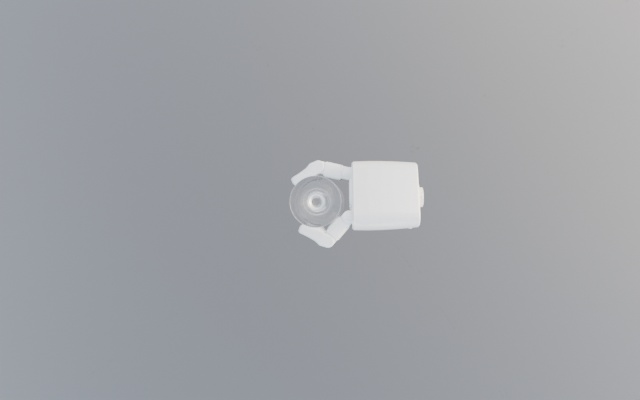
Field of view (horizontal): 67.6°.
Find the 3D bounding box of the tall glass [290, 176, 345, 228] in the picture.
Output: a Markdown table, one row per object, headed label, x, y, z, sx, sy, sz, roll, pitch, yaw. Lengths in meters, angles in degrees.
| label | x | y | z | sx | sy | sz | roll | pitch | yaw |
| --- | --- | --- | --- | --- | --- | --- | --- | --- | --- |
| tall glass | 0.000 | 0.002 | 0.776 | 0.079 | 0.079 | 0.201 | 0 | 0 | 4 |
